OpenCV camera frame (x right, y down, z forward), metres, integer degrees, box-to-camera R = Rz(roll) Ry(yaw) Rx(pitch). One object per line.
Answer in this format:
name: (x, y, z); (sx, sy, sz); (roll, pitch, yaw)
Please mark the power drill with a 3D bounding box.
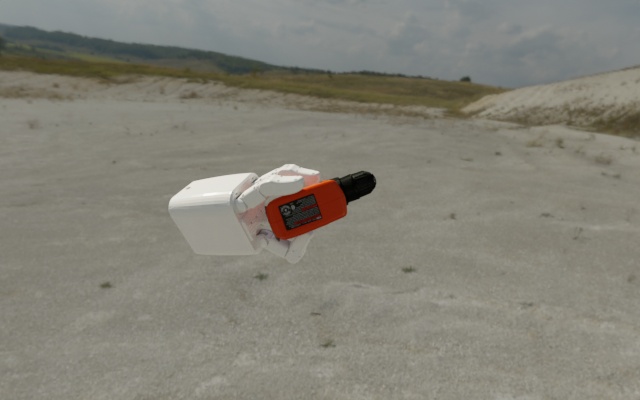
power drill: (0.000, 0.002, 0.705); (0.184, 0.057, 0.187); (-22, 1, 4)
